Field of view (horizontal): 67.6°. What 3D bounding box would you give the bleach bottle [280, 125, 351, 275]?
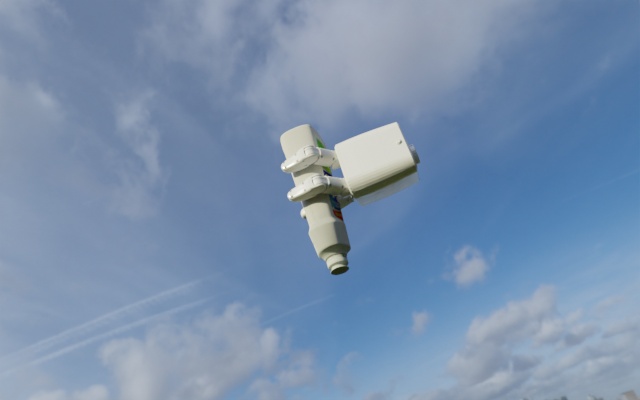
[{"bbox_3d":[0.000,0.002,0.761,0.068,0.250,0.103,-22,-31,9],"label":"bleach bottle"}]
